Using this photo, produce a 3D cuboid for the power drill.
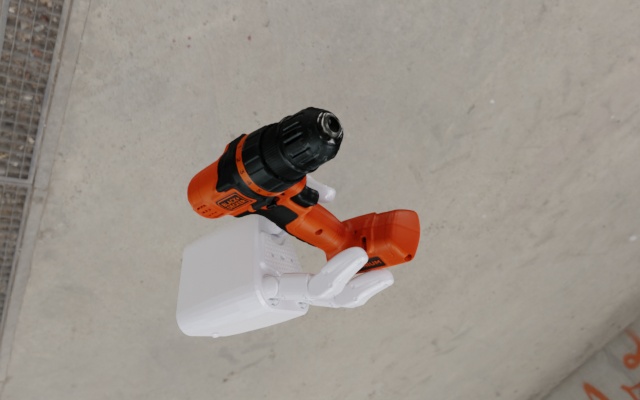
[{"bbox_3d":[0.000,0.002,0.417,0.188,0.057,0.184,31,-32,-31],"label":"power drill"}]
